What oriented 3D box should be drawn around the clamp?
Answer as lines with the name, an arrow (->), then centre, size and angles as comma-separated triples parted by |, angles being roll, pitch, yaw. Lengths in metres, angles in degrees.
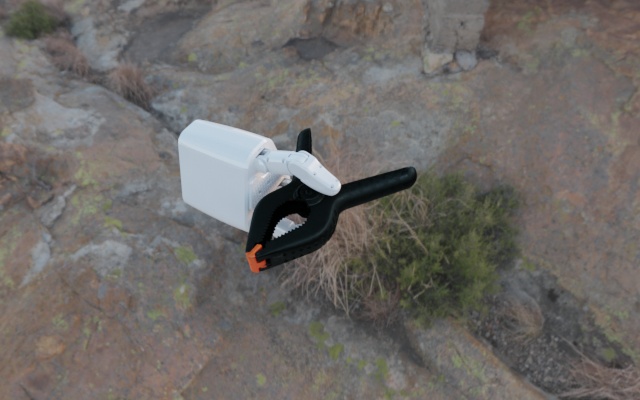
clamp -> 0.000, 0.001, 0.530 | 0.164, 0.036, 0.210 | 18, 51, 24
